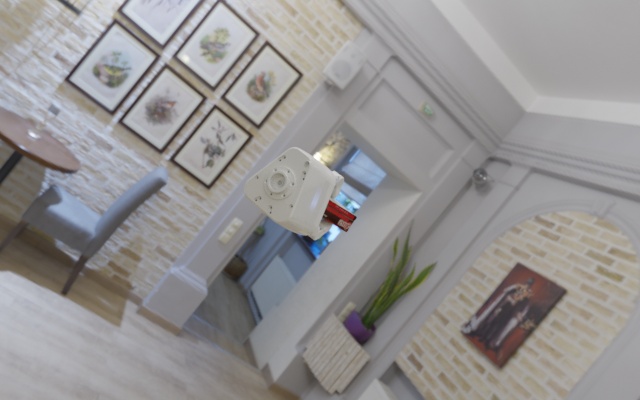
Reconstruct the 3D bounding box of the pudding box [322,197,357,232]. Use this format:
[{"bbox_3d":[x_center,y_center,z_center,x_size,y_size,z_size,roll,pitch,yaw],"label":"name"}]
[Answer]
[{"bbox_3d":[0.000,0.003,0.851,0.090,0.039,0.113,34,6,-40],"label":"pudding box"}]
